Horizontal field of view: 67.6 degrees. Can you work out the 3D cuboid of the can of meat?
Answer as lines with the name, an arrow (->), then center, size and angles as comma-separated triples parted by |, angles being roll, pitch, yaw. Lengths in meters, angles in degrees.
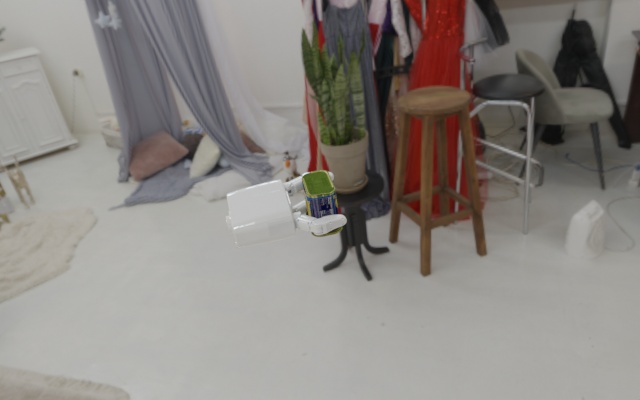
can of meat -> 0.000, 0.003, 0.867 | 0.057, 0.084, 0.102 | -12, 29, -5
